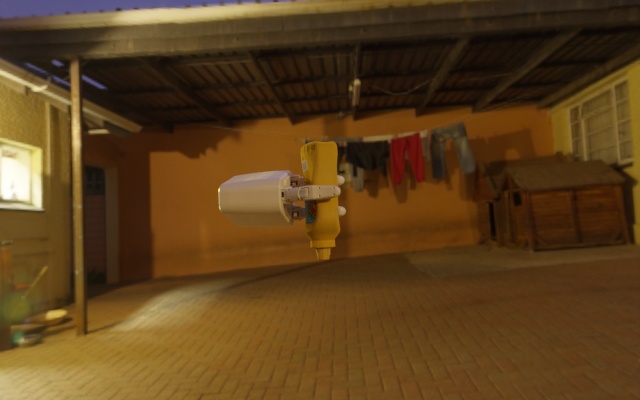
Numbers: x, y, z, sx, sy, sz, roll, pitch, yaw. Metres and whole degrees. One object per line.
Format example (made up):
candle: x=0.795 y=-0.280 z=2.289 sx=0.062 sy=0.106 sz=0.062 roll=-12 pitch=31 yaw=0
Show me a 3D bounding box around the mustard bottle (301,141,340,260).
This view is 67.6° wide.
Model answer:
mustard bottle: x=0.000 y=0.002 z=0.795 sx=0.058 sy=0.191 sz=0.096 roll=-1 pitch=-3 yaw=-17
